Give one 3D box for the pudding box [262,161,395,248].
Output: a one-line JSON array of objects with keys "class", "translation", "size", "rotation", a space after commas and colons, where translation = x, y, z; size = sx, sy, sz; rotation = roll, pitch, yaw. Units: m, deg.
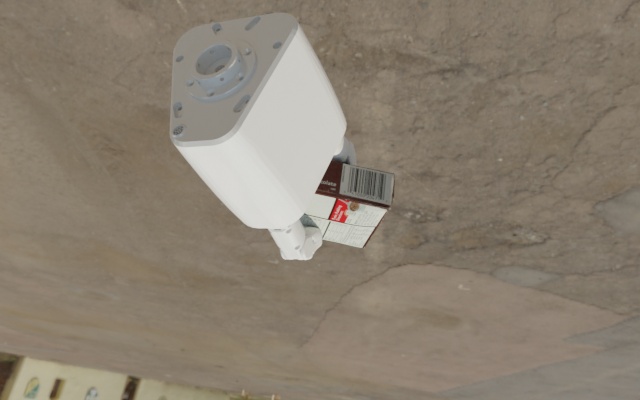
[{"class": "pudding box", "translation": [0.000, 0.002, 0.433], "size": [0.113, 0.039, 0.090], "rotation": [13, -29, -5]}]
